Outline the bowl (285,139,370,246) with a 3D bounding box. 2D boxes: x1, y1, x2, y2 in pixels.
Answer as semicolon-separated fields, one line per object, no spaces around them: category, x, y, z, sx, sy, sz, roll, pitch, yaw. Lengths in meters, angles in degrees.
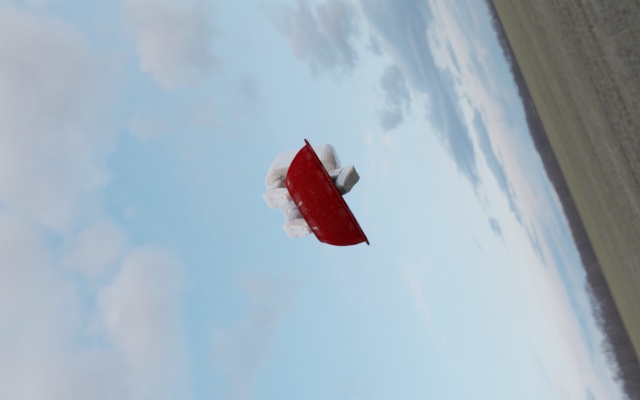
bowl;0.000;0.002;0.620;0.055;0.162;0.162;-31;0;1
